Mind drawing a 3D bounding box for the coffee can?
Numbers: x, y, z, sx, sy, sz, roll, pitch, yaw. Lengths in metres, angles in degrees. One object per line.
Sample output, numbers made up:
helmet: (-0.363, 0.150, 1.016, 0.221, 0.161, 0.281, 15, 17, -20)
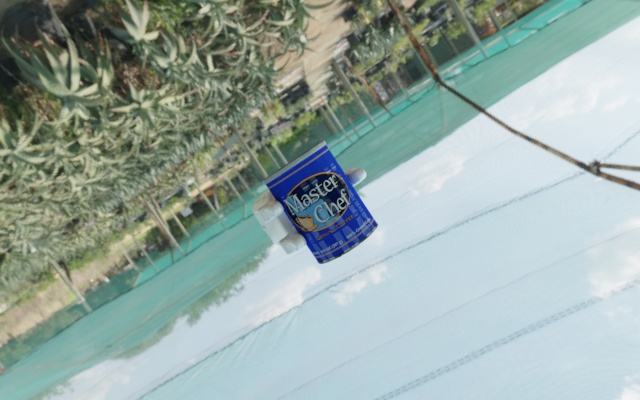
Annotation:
coffee can: (0.000, 0.002, 0.667, 0.103, 0.140, 0.103, -33, 6, 4)
